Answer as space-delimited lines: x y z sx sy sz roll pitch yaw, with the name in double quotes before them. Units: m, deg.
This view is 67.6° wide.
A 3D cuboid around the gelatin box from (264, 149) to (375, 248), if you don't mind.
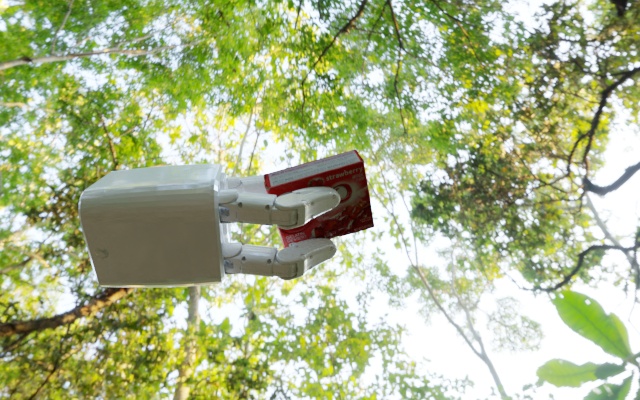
"gelatin box" 0.000 0.001 0.435 0.089 0.073 0.030 -16 33 -4
